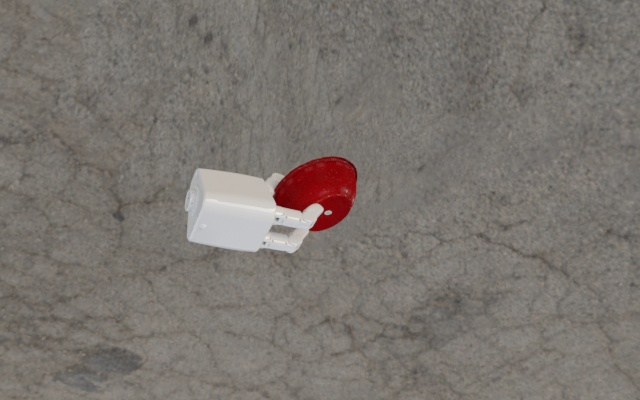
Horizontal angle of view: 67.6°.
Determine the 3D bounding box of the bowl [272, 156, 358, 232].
[{"bbox_3d":[0.002,0.003,0.803,0.162,0.055,0.162,-19,-35,-14],"label":"bowl"}]
